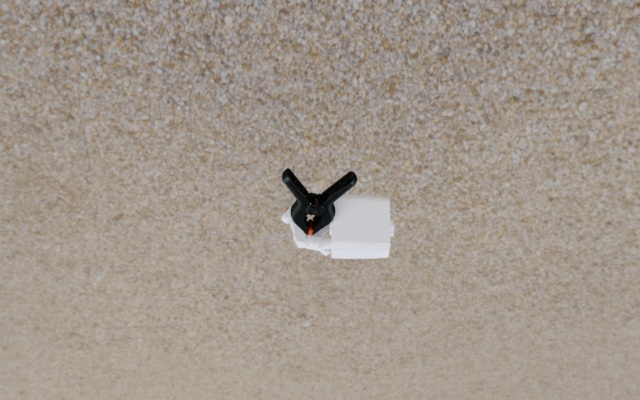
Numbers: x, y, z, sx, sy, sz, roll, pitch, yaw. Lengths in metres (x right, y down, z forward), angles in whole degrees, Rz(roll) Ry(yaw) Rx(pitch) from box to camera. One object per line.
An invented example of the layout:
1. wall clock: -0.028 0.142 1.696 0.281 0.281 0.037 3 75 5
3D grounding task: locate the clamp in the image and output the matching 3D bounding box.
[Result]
1. clamp: 0.000 0.003 0.816 0.120 0.039 0.172 2 -34 3
